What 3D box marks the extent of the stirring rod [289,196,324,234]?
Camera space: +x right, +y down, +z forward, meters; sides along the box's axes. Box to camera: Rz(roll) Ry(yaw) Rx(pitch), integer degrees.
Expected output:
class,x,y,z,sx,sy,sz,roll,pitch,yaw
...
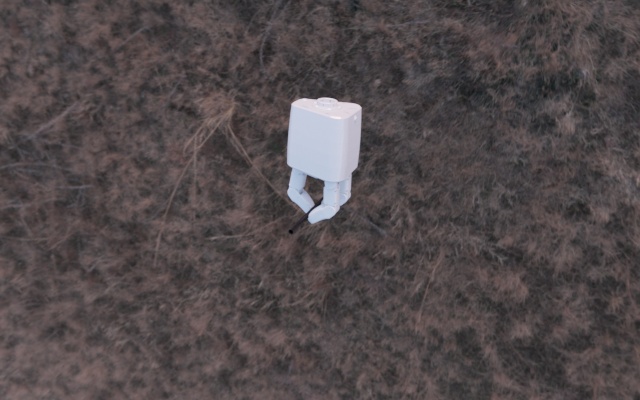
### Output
class,x,y,z,sx,sy,sz,roll,pitch,yaw
stirring rod,0.000,0.003,0.854,0.011,0.011,0.239,0,23,25
